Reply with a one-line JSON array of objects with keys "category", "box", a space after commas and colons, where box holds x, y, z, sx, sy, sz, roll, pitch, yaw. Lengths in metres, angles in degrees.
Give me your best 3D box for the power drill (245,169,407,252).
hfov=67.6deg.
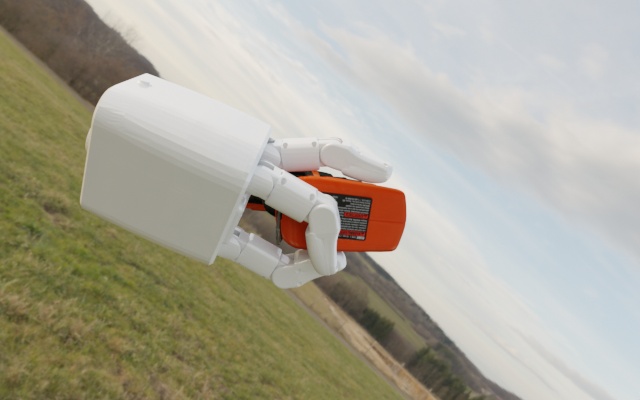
[{"category": "power drill", "box": [0.000, 0.001, 0.454, 0.184, 0.057, 0.187, 4, 6, -24]}]
